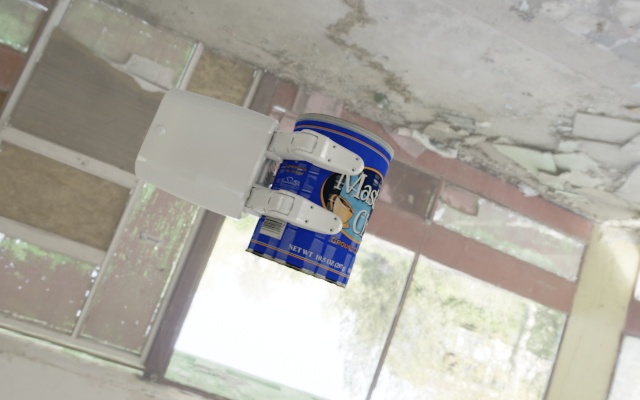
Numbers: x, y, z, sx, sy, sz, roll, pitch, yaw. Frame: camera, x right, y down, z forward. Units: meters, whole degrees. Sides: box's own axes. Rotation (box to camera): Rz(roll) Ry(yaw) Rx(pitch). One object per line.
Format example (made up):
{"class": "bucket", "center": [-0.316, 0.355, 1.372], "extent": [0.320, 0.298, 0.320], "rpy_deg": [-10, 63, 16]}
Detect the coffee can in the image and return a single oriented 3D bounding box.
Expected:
{"class": "coffee can", "center": [0.000, 0.001, 0.464], "extent": [0.103, 0.140, 0.103], "rpy_deg": [20, -9, 3]}
